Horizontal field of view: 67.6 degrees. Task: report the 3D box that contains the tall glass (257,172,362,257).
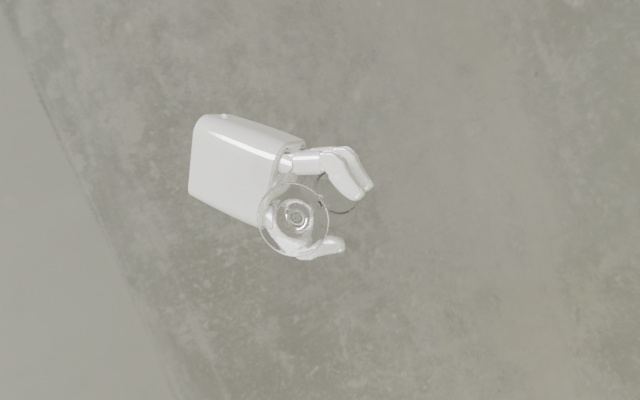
[{"bbox_3d":[0.000,0.002,0.556,0.079,0.079,0.201,0,10,17],"label":"tall glass"}]
